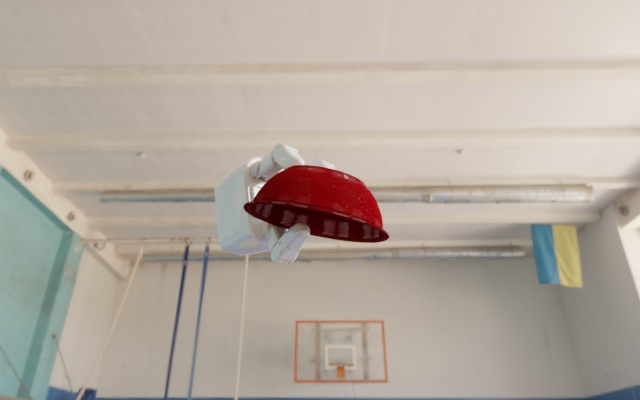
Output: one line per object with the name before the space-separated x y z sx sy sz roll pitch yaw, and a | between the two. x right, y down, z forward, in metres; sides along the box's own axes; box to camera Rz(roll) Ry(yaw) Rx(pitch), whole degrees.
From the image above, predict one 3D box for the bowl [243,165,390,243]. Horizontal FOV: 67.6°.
bowl | 0.001 0.001 0.527 0.162 0.055 0.162 12 -12 3
